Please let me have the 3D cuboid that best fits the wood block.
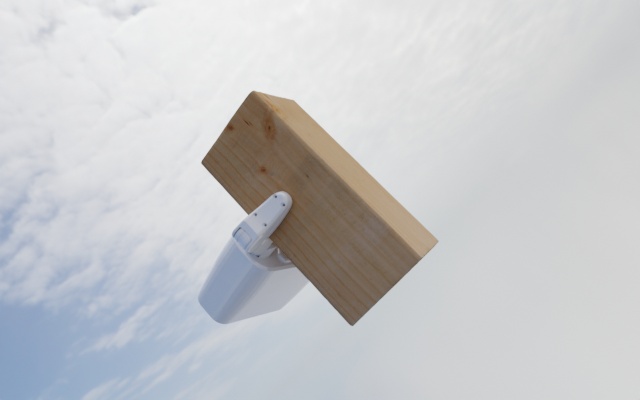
[{"bbox_3d":[0.000,0.002,0.451,0.206,0.090,0.091,45,20,12],"label":"wood block"}]
